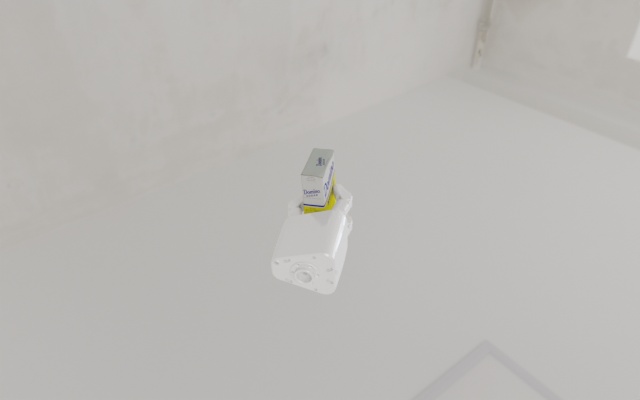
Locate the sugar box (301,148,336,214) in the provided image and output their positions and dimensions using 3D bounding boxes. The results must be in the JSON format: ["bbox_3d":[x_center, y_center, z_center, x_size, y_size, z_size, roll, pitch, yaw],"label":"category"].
[{"bbox_3d":[0.001,0.003,0.877,0.048,0.176,0.093,8,38,11],"label":"sugar box"}]
